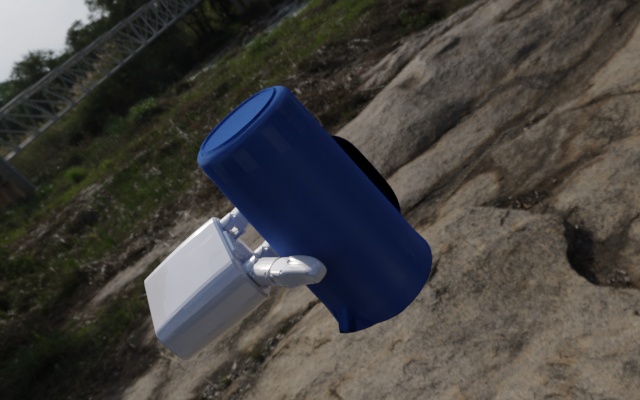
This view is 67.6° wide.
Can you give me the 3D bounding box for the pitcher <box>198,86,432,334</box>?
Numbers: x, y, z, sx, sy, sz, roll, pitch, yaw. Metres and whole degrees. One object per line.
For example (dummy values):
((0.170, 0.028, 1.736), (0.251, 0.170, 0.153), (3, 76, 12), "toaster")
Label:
((0.000, 0.002, 0.490), (0.145, 0.243, 0.149), (-40, 25, 3), "pitcher")
